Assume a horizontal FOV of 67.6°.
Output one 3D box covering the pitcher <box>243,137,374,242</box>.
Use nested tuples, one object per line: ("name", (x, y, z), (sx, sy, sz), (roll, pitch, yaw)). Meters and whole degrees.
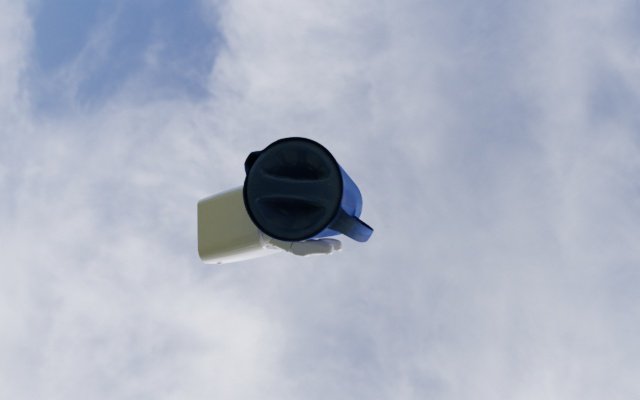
("pitcher", (0.000, 0.002, 0.705), (0.145, 0.149, 0.243), (-14, -9, 13))
